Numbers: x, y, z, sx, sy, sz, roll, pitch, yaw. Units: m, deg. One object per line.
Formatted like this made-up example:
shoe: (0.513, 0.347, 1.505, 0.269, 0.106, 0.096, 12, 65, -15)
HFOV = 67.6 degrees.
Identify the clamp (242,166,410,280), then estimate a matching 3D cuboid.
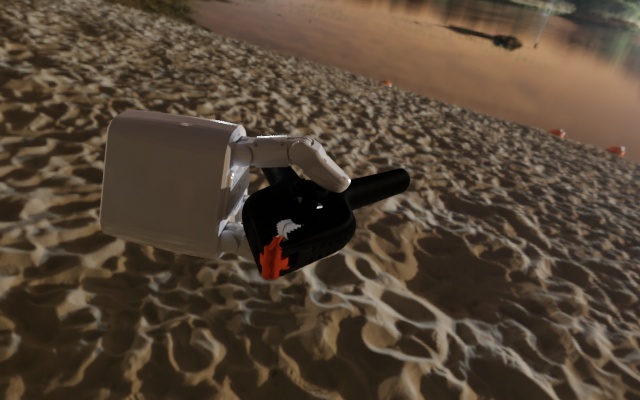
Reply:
clamp: (0.000, 0.001, 0.422, 0.164, 0.036, 0.210, 9, 27, 4)
